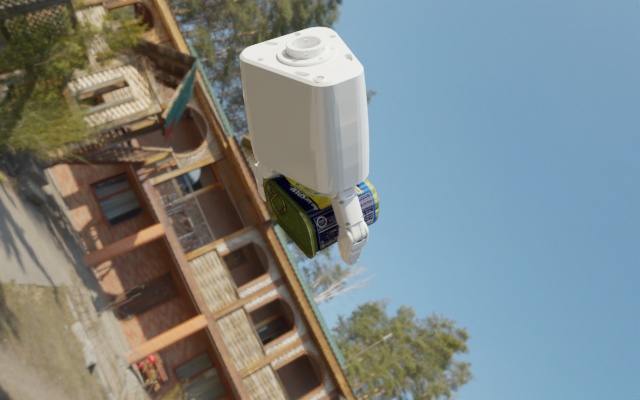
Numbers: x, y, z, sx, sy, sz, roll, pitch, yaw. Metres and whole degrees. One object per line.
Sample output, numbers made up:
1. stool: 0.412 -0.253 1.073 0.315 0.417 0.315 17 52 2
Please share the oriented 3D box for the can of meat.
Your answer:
1. can of meat: 0.000 0.002 0.503 0.084 0.057 0.102 -25 41 -21
